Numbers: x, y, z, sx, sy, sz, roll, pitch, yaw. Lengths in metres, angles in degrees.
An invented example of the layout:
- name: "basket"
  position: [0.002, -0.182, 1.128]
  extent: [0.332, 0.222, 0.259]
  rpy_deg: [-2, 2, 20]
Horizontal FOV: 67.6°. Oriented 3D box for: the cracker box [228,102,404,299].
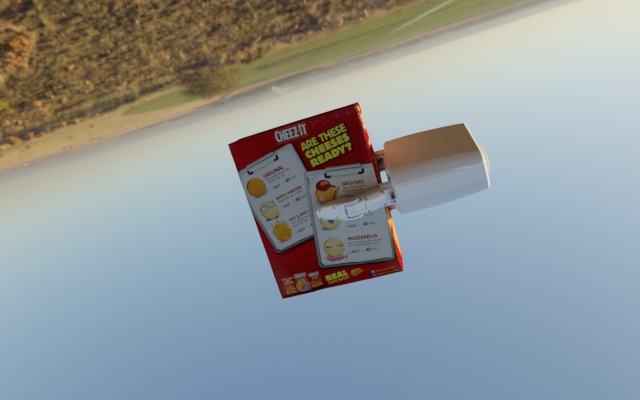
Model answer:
- name: "cracker box"
  position: [0.000, 0.002, 0.609]
  extent: [0.164, 0.214, 0.072]
  rpy_deg: [-15, 13, 11]
